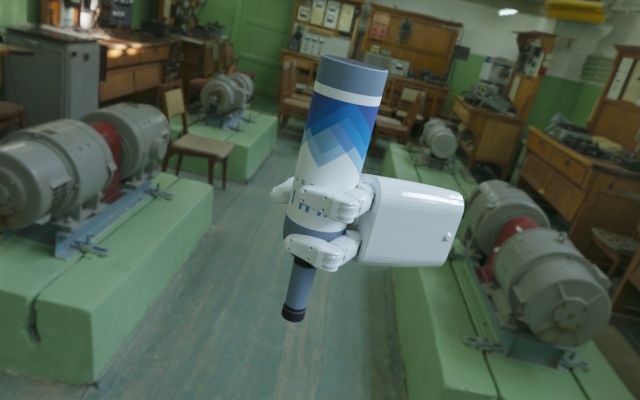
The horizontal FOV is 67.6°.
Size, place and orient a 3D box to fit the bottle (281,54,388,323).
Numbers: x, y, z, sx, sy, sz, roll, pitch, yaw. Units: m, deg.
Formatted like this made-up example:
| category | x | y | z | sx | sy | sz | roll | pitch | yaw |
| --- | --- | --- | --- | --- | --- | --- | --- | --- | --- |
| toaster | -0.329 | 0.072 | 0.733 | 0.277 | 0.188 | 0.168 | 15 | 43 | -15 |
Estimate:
| category | x | y | z | sx | sy | sz | roll | pitch | yaw |
| --- | --- | --- | --- | --- | --- | --- | --- | --- | --- |
| bottle | 0.000 | 0.001 | 0.509 | 0.069 | 0.296 | 0.069 | 12 | 21 | -5 |
